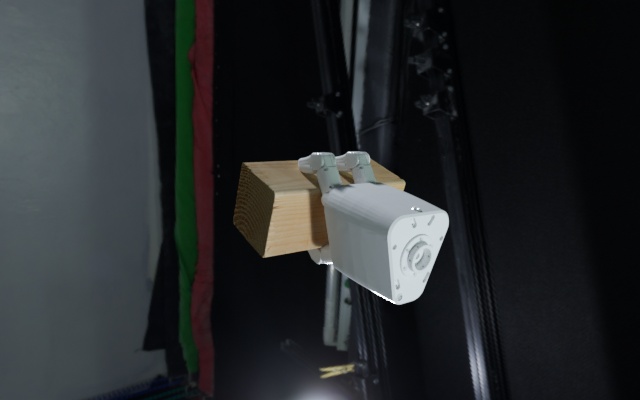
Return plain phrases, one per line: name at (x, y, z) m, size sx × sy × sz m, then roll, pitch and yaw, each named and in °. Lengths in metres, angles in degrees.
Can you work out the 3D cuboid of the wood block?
wood block at (0.000, 0.003, 0.638) m, size 0.206 × 0.091 × 0.090 m, roll -6°, pitch 31°, yaw -36°
